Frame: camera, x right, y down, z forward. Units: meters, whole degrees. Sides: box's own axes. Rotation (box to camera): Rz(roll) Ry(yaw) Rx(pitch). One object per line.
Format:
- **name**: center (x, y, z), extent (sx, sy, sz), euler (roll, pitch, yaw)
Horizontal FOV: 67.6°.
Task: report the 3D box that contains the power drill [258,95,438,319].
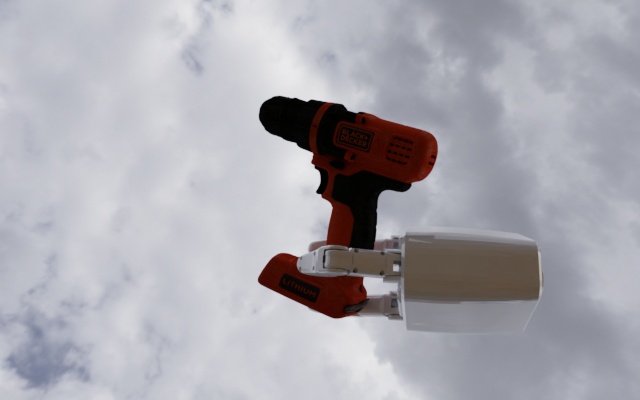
- **power drill**: center (0.000, 0.002, 0.455), extent (0.184, 0.188, 0.057), euler (20, 11, 28)
